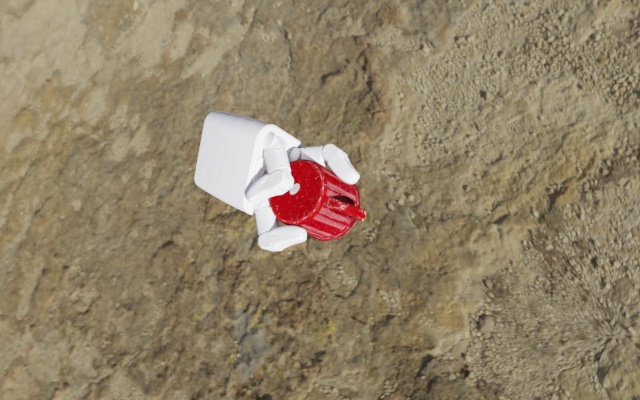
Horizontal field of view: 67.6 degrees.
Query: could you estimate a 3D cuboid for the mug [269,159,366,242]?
[{"bbox_3d":[0.001,0.002,0.582,0.117,0.093,0.081,21,-2,35],"label":"mug"}]
